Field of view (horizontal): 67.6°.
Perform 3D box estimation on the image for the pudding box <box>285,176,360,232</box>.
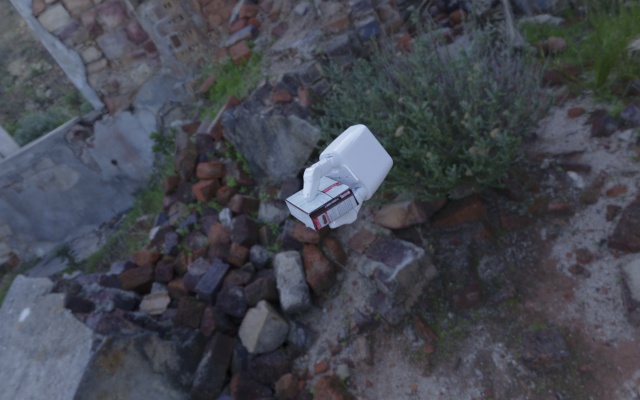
[{"bbox_3d":[0.000,0.003,0.827,0.090,0.039,0.113,-33,23,-14],"label":"pudding box"}]
